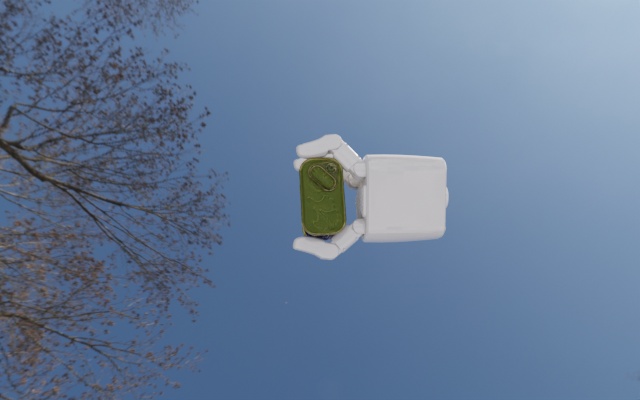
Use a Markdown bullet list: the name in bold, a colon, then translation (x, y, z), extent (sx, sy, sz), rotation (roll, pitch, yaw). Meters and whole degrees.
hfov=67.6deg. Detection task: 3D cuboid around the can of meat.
- **can of meat**: translation (0.000, 0.002, 0.649), extent (0.057, 0.102, 0.084), rotation (-3, -12, -4)
